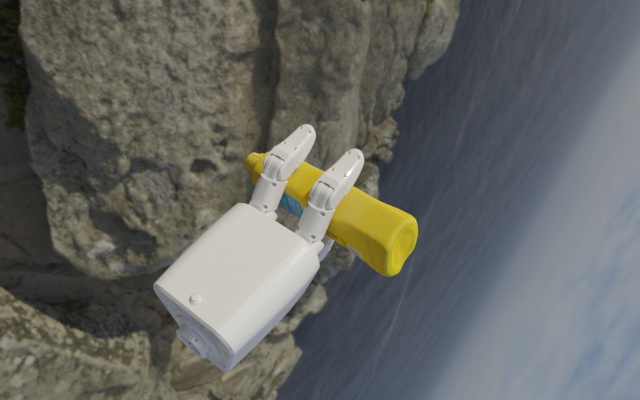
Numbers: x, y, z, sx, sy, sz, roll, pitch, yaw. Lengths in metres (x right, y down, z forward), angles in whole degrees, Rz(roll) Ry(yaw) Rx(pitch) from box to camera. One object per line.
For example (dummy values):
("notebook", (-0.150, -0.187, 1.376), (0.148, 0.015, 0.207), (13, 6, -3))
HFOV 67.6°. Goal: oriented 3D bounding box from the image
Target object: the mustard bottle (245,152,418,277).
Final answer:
("mustard bottle", (0.000, 0.001, 0.473), (0.191, 0.058, 0.096), (30, -10, 23))
